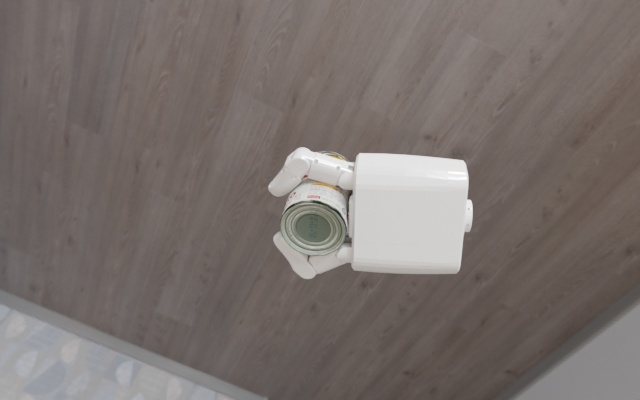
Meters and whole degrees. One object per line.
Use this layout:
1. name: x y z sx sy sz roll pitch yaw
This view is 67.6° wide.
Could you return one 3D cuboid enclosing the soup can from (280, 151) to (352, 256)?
1. soup can: 0.000 0.002 0.501 0.068 0.068 0.102 0 33 10
